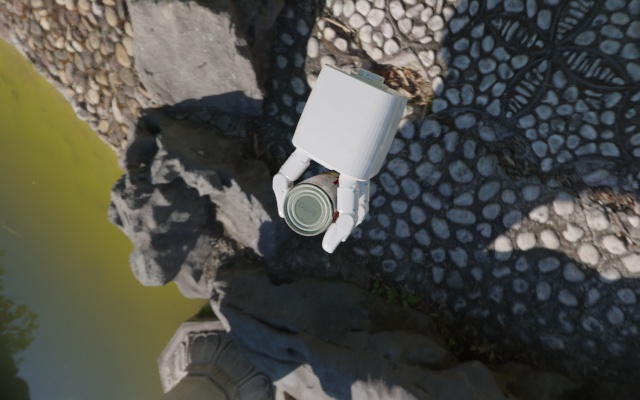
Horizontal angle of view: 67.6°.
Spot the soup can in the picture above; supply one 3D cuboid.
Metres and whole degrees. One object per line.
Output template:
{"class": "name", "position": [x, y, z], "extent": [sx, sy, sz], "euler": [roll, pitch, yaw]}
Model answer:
{"class": "soup can", "position": [0.000, 0.002, 0.624], "extent": [0.068, 0.068, 0.102], "euler": [0, 11, 19]}
